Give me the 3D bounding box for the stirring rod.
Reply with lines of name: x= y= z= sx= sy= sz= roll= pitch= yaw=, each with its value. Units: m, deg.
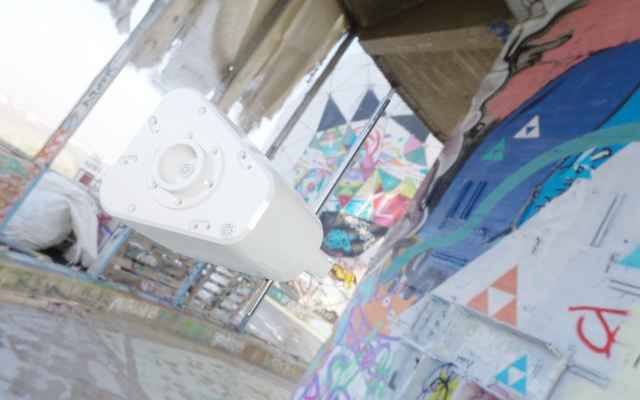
stirring rod: x=0.000 y=0.002 z=0.445 sx=0.011 sy=0.239 sz=0.011 roll=32 pitch=-9 yaw=5
